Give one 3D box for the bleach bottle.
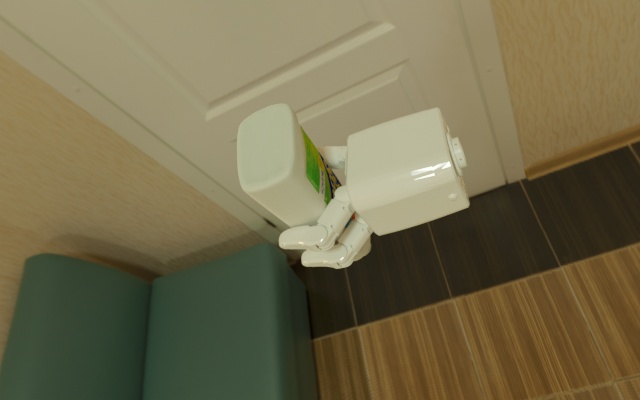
[{"bbox_3d":[0.000,0.002,0.560,0.068,0.102,0.251,-19,-34,19],"label":"bleach bottle"}]
